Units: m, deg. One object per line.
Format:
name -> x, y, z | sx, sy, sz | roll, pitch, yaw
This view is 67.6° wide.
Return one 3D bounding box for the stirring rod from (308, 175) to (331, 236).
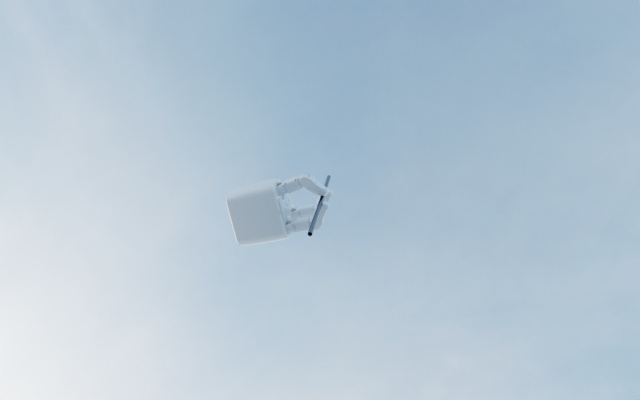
stirring rod -> 0.000, 0.003, 0.884 | 0.011, 0.011, 0.239 | 0, 26, 9
